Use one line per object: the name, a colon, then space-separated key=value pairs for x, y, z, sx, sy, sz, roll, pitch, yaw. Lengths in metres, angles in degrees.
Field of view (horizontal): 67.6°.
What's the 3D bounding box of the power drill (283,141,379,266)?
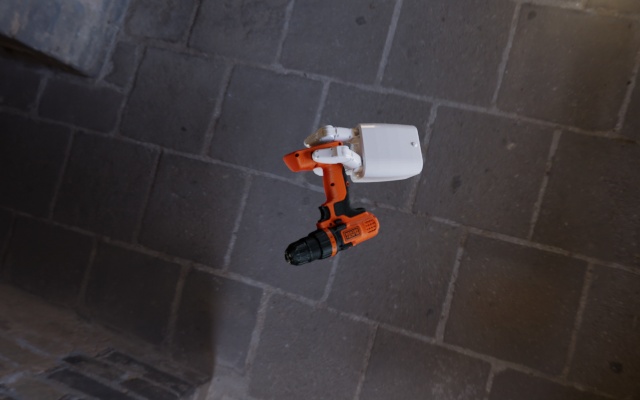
power drill: x=0.000 y=0.002 z=0.814 sx=0.184 sy=0.187 sz=0.057 roll=-19 pitch=5 yaw=-30
